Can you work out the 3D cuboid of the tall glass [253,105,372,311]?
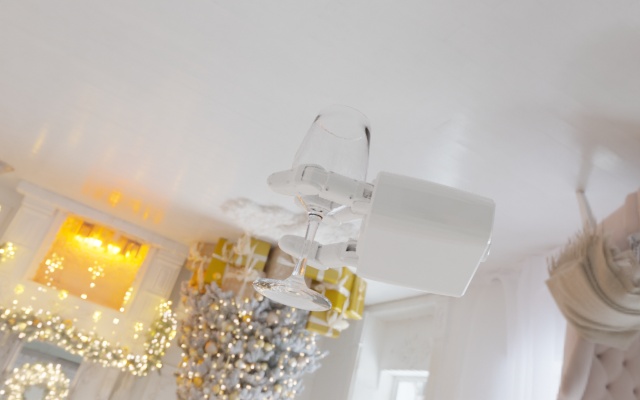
[{"bbox_3d":[0.000,0.002,0.476,0.079,0.201,0.079,13,-26,7],"label":"tall glass"}]
